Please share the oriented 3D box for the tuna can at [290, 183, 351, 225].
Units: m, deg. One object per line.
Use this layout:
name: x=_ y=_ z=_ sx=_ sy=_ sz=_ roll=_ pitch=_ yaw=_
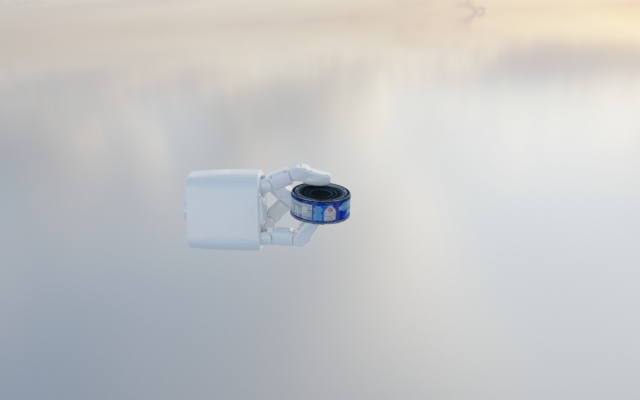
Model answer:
tuna can: x=0.000 y=0.002 z=0.671 sx=0.086 sy=0.034 sz=0.086 roll=3 pitch=21 yaw=-1
